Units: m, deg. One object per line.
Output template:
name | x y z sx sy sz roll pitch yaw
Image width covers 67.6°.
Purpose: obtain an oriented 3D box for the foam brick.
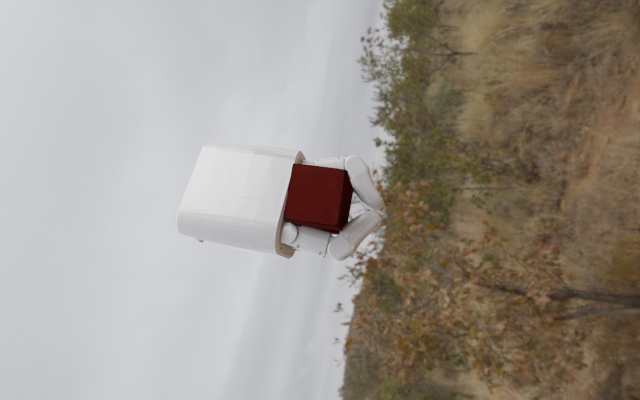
foam brick | 0.000 0.001 0.456 0.051 0.053 0.078 9 -10 9
